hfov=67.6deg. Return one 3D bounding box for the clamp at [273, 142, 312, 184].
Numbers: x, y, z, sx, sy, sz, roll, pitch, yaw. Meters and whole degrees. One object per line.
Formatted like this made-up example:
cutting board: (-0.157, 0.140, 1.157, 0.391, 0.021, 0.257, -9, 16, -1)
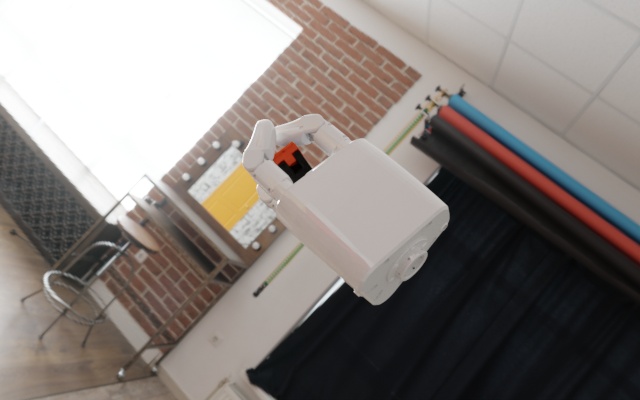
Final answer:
clamp: (0.000, 0.001, 0.525, 0.120, 0.039, 0.171, 43, -4, 28)
